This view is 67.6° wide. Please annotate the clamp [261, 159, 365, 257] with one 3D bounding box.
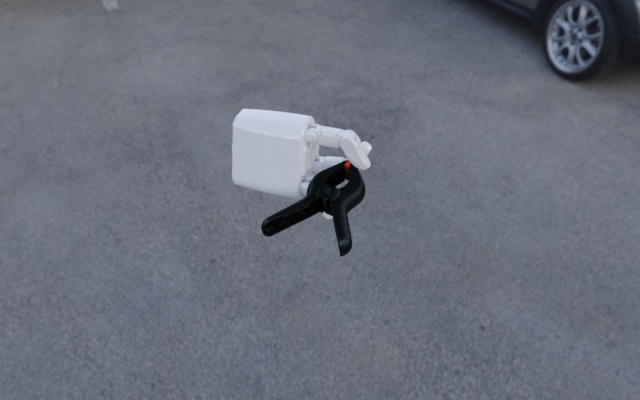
[{"bbox_3d":[0.000,0.002,0.631,0.120,0.039,0.171,11,40,13],"label":"clamp"}]
